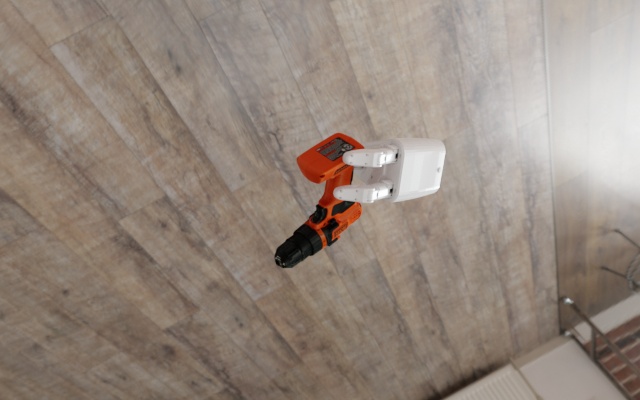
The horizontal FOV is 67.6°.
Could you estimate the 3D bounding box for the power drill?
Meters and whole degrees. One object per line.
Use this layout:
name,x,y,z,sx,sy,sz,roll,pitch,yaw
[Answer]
power drill,0.000,0.002,0.732,0.057,0.188,0.184,34,52,26
